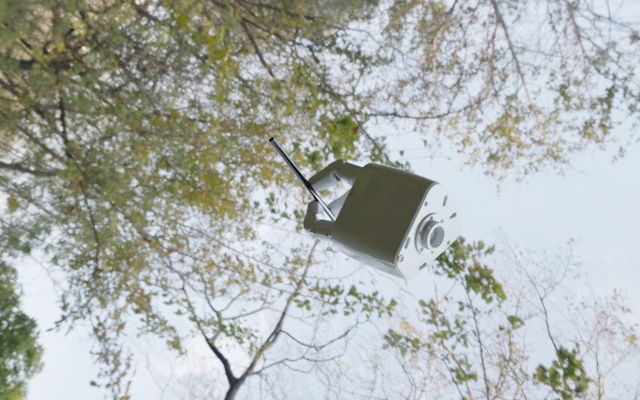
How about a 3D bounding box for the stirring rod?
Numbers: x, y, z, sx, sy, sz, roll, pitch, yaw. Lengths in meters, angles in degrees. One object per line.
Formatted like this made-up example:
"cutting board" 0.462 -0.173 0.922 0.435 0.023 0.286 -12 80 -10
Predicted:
"stirring rod" 0.000 0.002 0.650 0.011 0.011 0.240 0 -39 40
